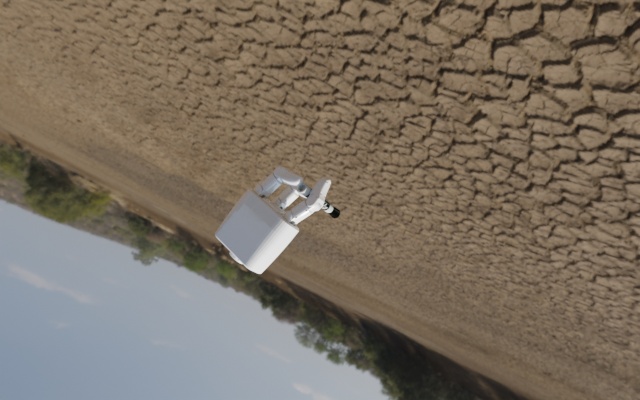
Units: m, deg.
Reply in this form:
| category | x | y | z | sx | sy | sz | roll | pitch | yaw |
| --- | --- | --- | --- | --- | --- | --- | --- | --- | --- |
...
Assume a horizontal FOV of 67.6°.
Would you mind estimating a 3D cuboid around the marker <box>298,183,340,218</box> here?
| category | x | y | z | sx | sy | sz | roll | pitch | yaw |
| --- | --- | --- | --- | --- | --- | --- | --- | --- | --- |
| marker | 0.000 | 0.003 | 0.854 | 0.020 | 0.020 | 0.121 | 0 | -24 | 35 |
